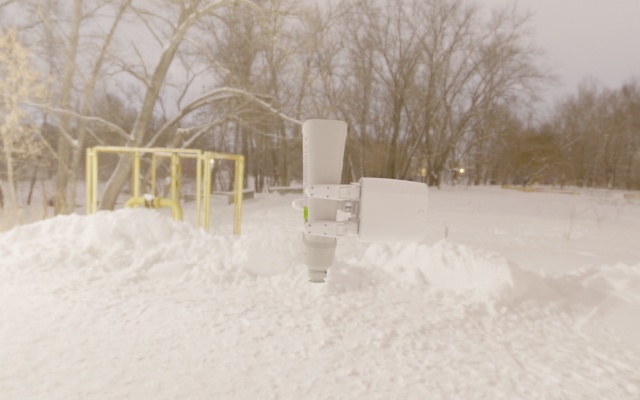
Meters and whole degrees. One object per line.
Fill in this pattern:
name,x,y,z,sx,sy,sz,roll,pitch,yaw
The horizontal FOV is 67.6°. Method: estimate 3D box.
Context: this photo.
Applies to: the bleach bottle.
bleach bottle,0.000,0.002,0.756,0.068,0.251,0.102,3,4,-5
